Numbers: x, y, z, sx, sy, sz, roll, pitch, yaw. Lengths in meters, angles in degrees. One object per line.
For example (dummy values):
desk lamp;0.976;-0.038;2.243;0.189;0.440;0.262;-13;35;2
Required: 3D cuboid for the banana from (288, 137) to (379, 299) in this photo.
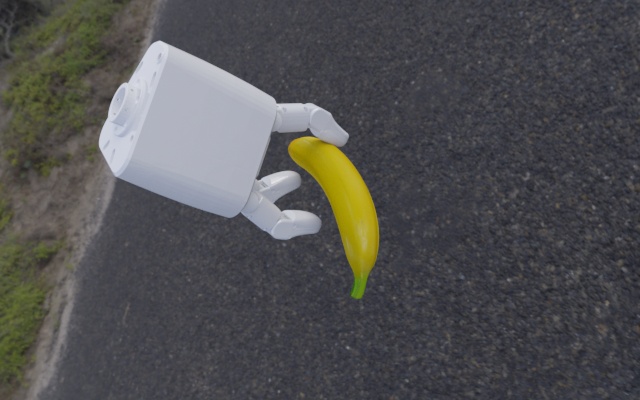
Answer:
banana;0.012;-0.008;0.458;0.037;0.197;0.070;15;-50;-39
